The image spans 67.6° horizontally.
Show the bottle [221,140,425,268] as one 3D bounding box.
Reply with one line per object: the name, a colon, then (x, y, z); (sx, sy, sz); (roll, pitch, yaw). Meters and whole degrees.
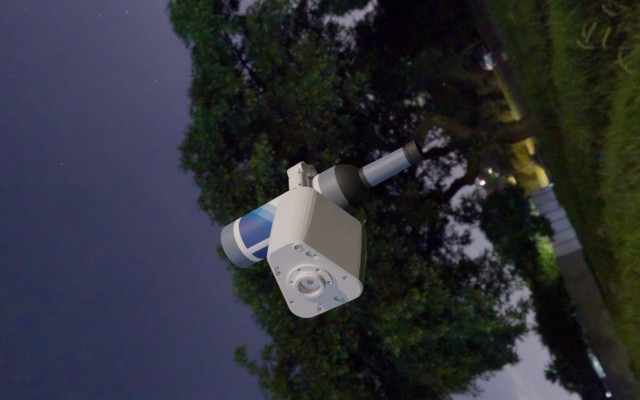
bottle: (0.000, 0.002, 0.636); (0.296, 0.069, 0.069); (-28, -11, 21)
